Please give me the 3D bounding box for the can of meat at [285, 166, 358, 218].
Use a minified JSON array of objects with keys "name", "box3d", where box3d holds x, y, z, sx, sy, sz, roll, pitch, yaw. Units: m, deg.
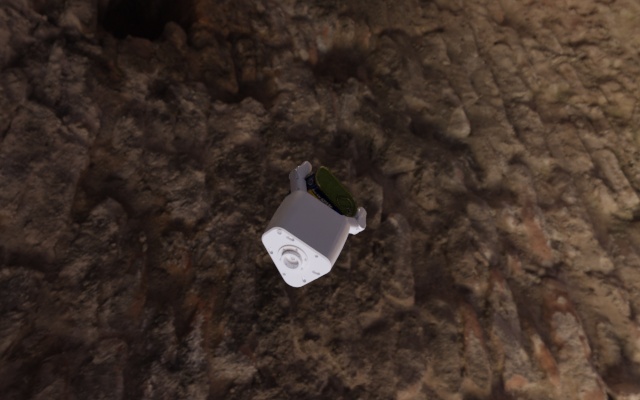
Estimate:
[{"name":"can of meat","box3d":[0.000,0.003,0.841,0.084,0.102,0.057,-32,20,33]}]
